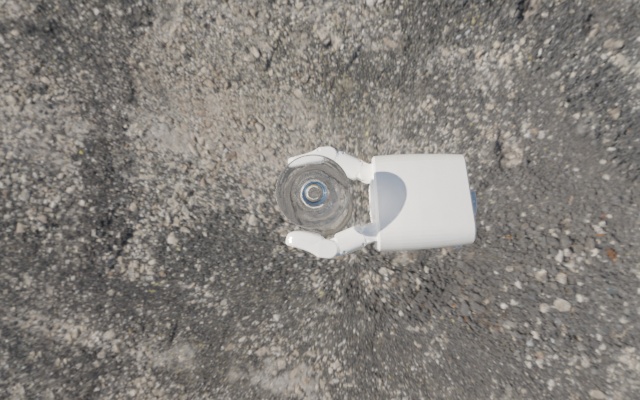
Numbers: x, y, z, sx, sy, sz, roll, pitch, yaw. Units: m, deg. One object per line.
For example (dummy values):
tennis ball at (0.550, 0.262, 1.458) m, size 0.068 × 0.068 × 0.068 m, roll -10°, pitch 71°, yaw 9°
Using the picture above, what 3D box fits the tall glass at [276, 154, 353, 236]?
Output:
tall glass at (0.000, 0.002, 0.568) m, size 0.079 × 0.079 × 0.201 m, roll 0°, pitch -6°, yaw 4°
